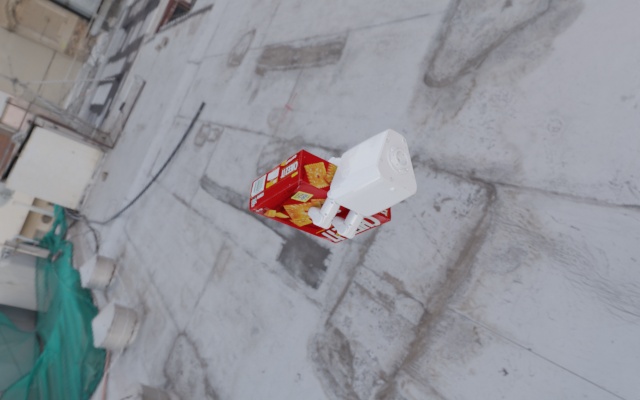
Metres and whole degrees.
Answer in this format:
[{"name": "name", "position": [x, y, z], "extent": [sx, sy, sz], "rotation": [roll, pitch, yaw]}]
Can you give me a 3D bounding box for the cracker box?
[{"name": "cracker box", "position": [0.000, 0.003, 0.886], "extent": [0.214, 0.072, 0.164], "rotation": [24, -33, -32]}]
